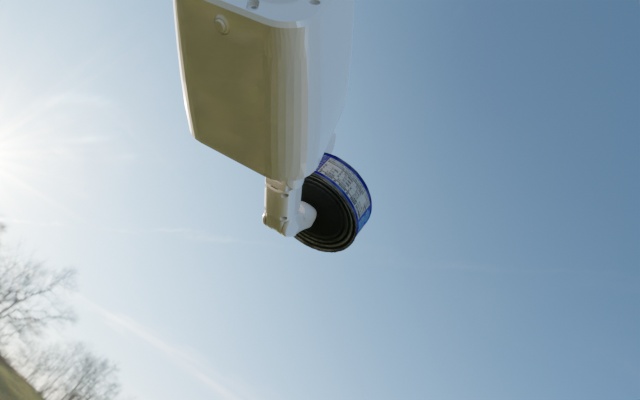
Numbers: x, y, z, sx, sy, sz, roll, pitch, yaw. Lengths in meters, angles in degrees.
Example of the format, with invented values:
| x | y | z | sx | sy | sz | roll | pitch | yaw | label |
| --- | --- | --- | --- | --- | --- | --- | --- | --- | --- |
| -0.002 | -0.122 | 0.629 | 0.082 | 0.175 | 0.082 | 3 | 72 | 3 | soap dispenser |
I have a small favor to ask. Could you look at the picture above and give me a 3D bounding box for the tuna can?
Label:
| x | y | z | sx | sy | sz | roll | pitch | yaw | label |
| --- | --- | --- | --- | --- | --- | --- | --- | --- | --- |
| 0.000 | 0.001 | 0.410 | 0.086 | 0.086 | 0.033 | 0 | 35 | 38 | tuna can |
